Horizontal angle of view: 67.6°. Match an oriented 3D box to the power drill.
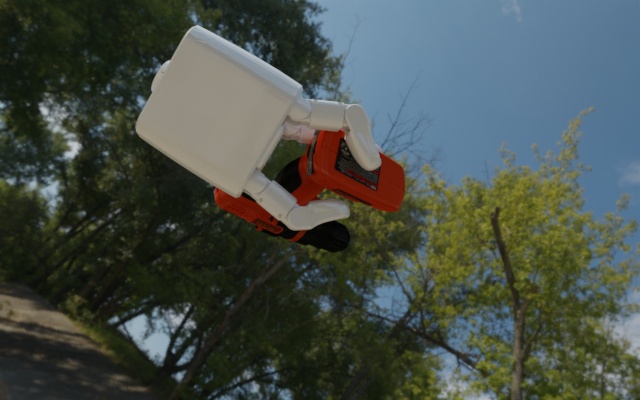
[{"bbox_3d":[0.000,0.001,0.518,0.184,0.057,0.188,24,-30,-29],"label":"power drill"}]
